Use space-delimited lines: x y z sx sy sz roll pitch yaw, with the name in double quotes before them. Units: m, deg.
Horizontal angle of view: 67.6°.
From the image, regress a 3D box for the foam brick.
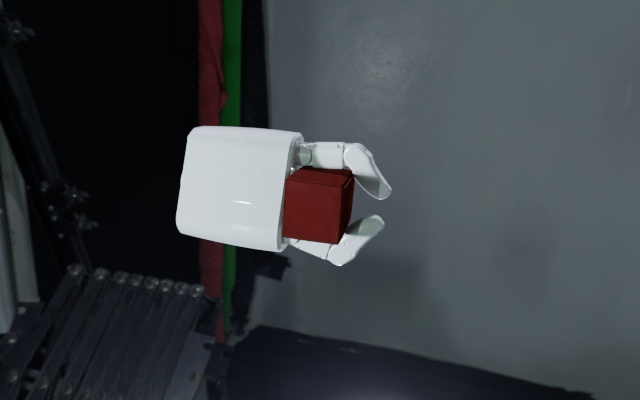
"foam brick" 0.000 0.001 0.433 0.051 0.053 0.078 8 15 9
